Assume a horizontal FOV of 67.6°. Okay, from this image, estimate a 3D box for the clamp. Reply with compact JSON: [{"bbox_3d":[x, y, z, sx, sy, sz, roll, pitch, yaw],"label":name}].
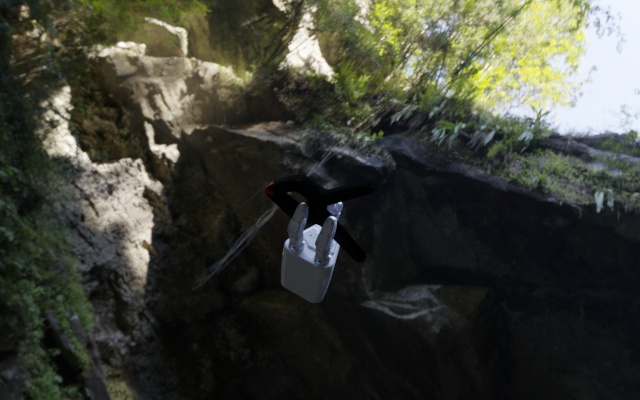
[{"bbox_3d":[0.000,0.002,0.812,0.210,0.165,0.036,27,41,17],"label":"clamp"}]
